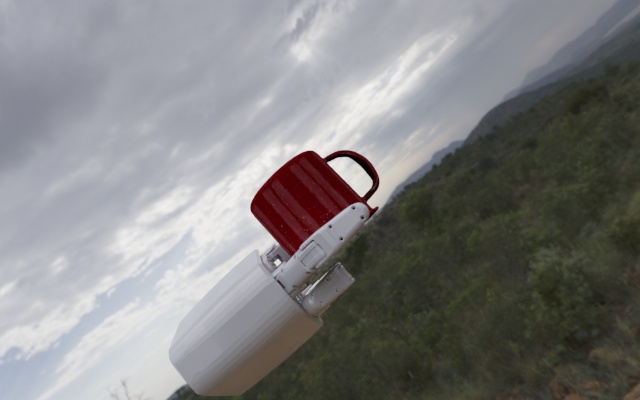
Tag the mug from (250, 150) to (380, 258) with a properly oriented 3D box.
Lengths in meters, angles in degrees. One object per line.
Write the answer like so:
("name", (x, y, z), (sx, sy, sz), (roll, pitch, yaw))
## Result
("mug", (0.001, 0.000, 0.431), (0.117, 0.081, 0.093), (-43, -7, -5))
